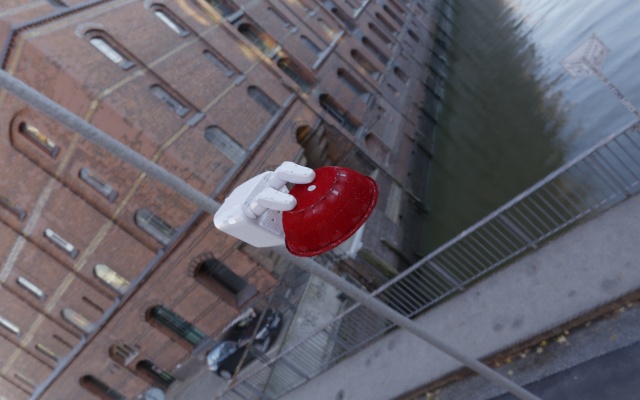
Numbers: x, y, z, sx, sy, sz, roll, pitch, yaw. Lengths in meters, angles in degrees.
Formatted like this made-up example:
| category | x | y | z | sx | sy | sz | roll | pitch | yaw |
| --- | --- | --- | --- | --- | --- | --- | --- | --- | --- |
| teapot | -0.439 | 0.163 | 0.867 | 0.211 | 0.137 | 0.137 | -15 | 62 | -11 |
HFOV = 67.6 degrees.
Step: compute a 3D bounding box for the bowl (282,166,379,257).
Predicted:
| category | x | y | z | sx | sy | sz | roll | pitch | yaw |
| --- | --- | --- | --- | --- | --- | --- | --- | --- | --- |
| bowl | 0.001 | 0.002 | 0.680 | 0.162 | 0.162 | 0.055 | 0 | -44 | 50 |
